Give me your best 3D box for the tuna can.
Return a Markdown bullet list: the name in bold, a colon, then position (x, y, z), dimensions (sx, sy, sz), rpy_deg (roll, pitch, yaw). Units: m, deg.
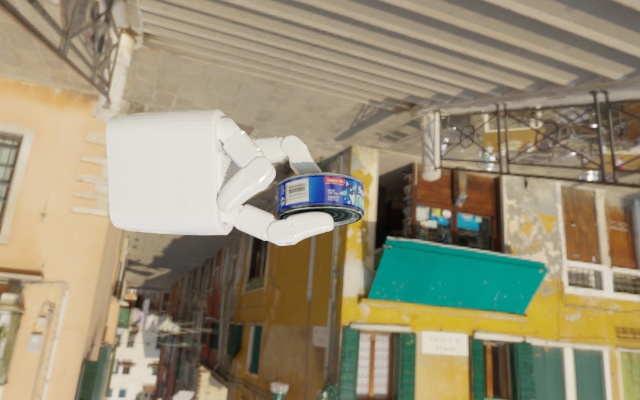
- **tuna can**: position (0.000, 0.002, 0.467), dimensions (0.086, 0.033, 0.086), rpy_deg (-1, -16, 0)
